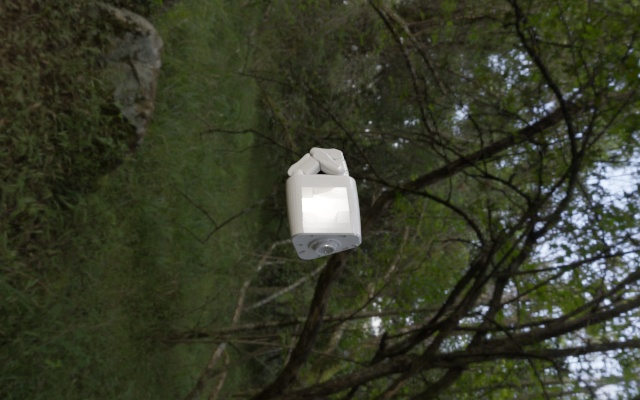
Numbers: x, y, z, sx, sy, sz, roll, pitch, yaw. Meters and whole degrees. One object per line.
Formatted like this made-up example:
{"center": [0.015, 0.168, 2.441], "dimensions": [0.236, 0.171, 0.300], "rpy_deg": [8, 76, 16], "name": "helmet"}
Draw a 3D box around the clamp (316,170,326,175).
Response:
{"center": [0.001, 0.003, 0.865], "dimensions": [0.039, 0.120, 0.172], "rpy_deg": [-9, -32, 4], "name": "clamp"}
